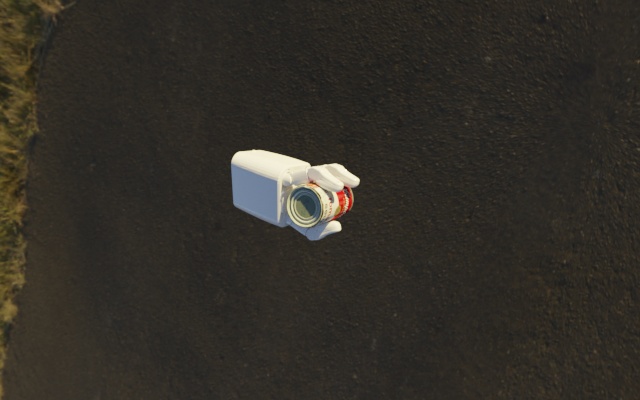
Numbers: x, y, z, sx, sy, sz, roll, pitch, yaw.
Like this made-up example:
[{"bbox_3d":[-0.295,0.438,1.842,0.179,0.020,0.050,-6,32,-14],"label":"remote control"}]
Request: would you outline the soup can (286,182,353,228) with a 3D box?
[{"bbox_3d":[0.000,0.003,0.767,0.068,0.068,0.102,0,8,30],"label":"soup can"}]
